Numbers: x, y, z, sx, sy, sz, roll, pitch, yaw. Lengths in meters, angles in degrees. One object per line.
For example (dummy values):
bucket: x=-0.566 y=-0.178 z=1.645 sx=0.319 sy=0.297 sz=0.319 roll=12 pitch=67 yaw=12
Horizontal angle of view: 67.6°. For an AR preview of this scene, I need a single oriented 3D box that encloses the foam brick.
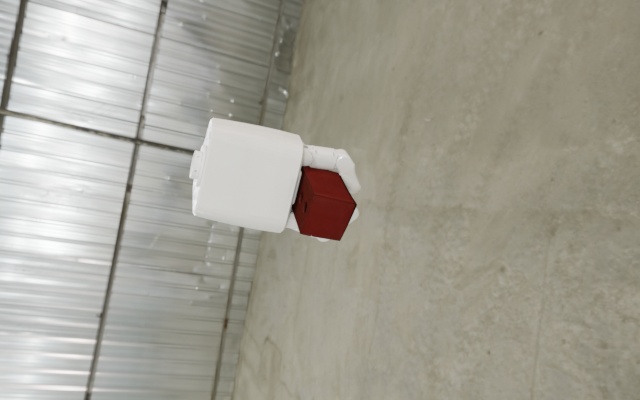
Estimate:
foam brick: x=0.000 y=0.002 z=0.553 sx=0.051 sy=0.053 sz=0.078 roll=12 pitch=26 yaw=-21
